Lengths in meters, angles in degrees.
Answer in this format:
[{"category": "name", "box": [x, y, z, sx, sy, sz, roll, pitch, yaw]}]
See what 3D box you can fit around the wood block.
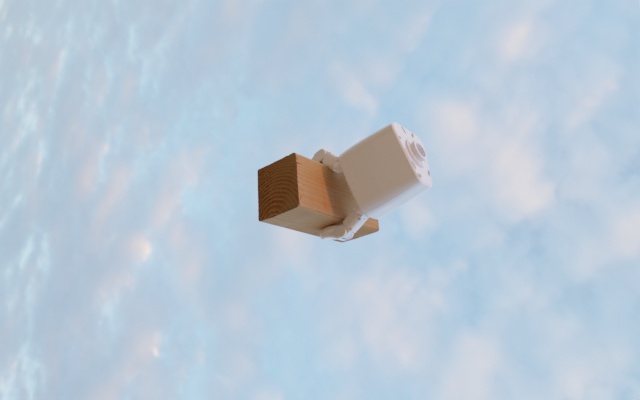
[{"category": "wood block", "box": [0.001, 0.003, 0.801, 0.090, 0.090, 0.206, -21, -26, 37]}]
